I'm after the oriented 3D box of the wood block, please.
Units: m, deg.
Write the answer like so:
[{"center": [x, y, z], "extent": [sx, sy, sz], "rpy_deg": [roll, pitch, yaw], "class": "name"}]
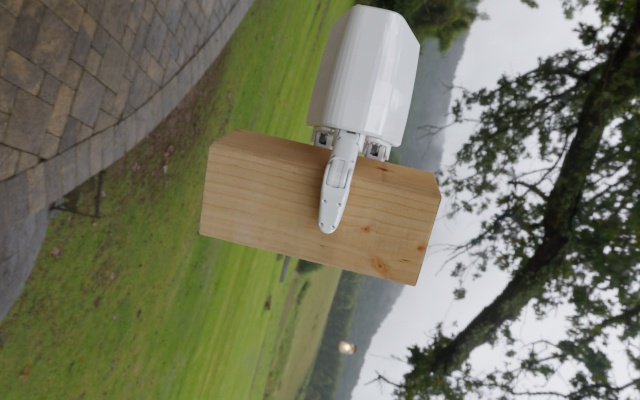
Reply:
[{"center": [0.000, 0.001, 0.463], "extent": [0.206, 0.090, 0.090], "rpy_deg": [13, 19, 4], "class": "wood block"}]
